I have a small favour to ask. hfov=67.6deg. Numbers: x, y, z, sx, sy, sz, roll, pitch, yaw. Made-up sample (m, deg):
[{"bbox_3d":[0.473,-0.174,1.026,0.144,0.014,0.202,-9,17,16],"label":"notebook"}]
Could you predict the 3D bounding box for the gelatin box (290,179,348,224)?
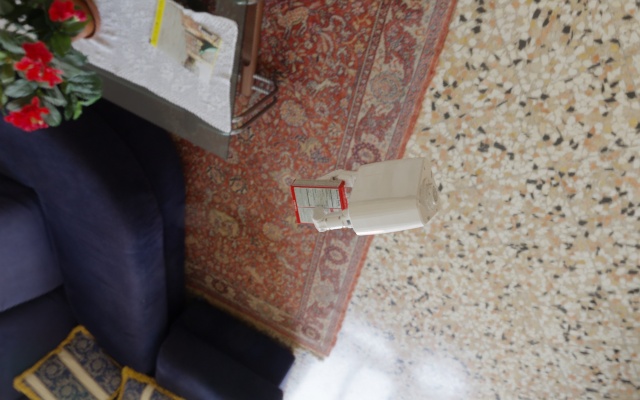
[{"bbox_3d":[0.000,0.003,0.785,0.089,0.073,0.030,2,32,20],"label":"gelatin box"}]
